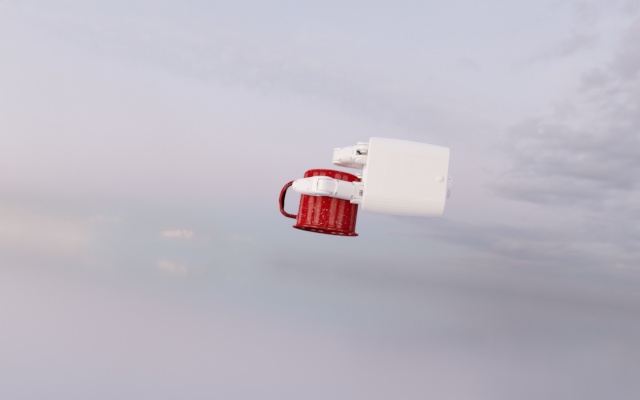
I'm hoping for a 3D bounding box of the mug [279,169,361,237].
[{"bbox_3d":[-0.001,0.002,0.668,0.117,0.081,0.093,7,-8,5],"label":"mug"}]
